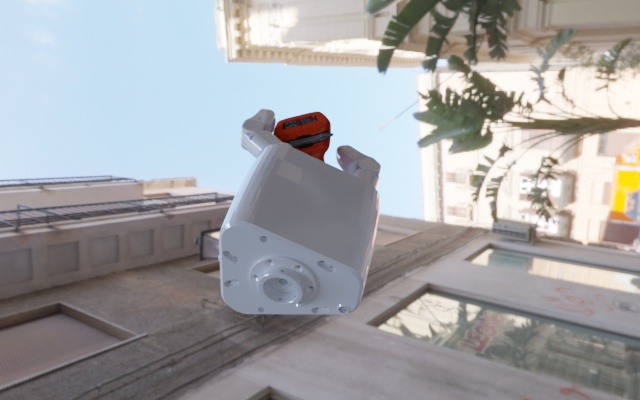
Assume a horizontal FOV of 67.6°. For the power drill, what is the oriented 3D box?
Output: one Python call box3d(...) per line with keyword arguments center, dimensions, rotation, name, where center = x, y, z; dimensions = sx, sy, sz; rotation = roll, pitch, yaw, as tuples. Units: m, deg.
box3d(center=(0.000, 0.001, 0.520), dimensions=(0.057, 0.188, 0.184), rotation=(-15, 16, -1), name="power drill")
